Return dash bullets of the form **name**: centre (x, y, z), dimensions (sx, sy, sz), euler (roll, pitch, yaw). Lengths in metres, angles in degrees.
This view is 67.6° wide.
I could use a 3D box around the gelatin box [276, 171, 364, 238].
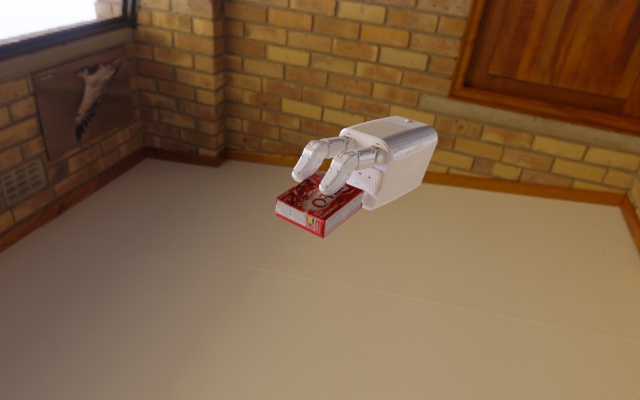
- **gelatin box**: centre (0.000, 0.002, 0.590), dimensions (0.073, 0.030, 0.089), euler (25, 39, 28)
